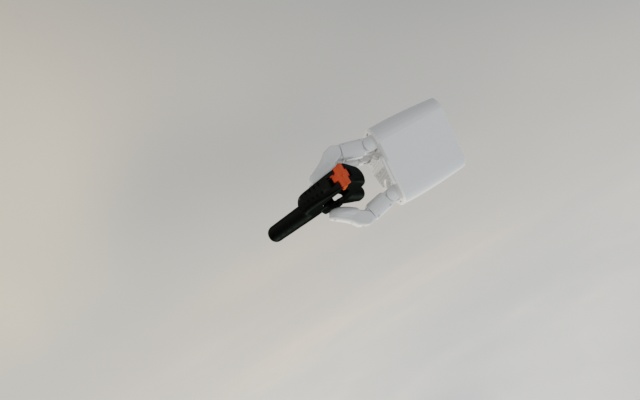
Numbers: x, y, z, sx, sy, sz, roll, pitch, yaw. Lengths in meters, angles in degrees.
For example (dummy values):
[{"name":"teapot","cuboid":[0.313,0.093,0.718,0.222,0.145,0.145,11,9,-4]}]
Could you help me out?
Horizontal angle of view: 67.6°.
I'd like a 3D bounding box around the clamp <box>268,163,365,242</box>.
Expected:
[{"name":"clamp","cuboid":[0.001,0.003,0.647,0.164,0.036,0.210,-28,-9,-8]}]
